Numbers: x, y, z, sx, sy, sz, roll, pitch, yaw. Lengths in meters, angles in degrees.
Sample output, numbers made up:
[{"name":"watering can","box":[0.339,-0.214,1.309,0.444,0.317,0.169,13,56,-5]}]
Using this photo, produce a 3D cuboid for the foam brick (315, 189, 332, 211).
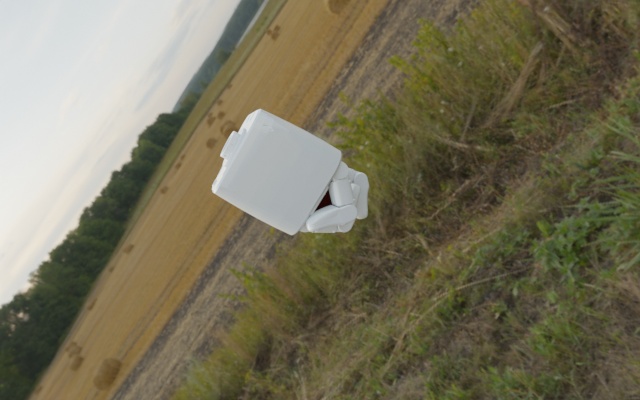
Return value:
[{"name":"foam brick","box":[0.000,0.002,0.622,0.051,0.053,0.078,24,-4,-18]}]
